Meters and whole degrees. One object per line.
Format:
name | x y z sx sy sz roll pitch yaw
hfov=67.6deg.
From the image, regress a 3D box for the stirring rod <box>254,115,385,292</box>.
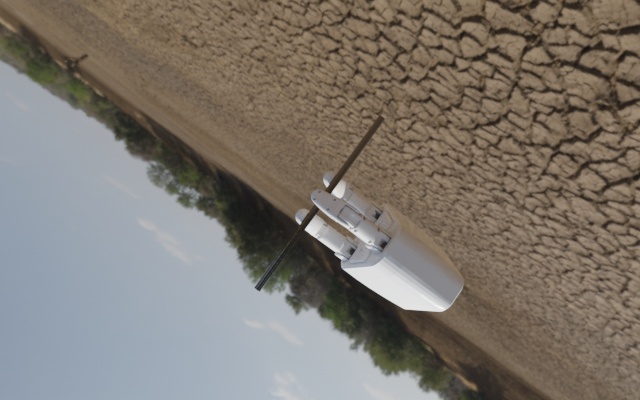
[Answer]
stirring rod | 0.000 0.002 0.539 0.011 0.239 0.011 36 -4 3
